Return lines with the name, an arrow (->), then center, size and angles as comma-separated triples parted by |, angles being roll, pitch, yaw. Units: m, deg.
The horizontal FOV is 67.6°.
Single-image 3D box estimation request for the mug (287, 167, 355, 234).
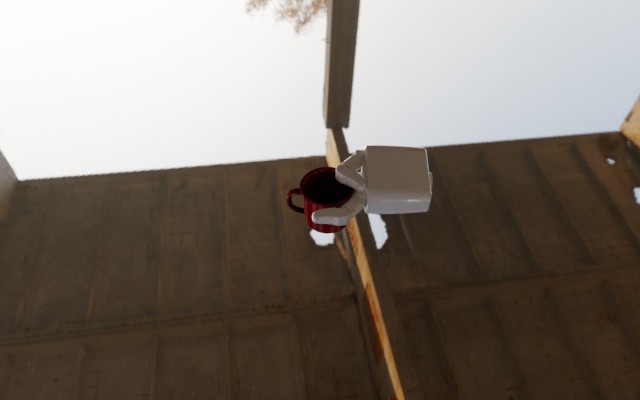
mug -> -0.001, 0.003, 0.821 | 0.117, 0.093, 0.082 | 0, -44, 1
